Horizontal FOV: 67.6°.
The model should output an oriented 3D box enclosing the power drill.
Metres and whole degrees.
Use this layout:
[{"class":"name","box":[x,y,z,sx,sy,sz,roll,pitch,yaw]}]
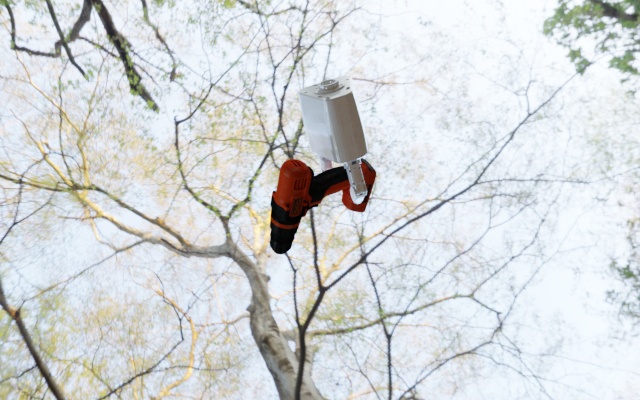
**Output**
[{"class":"power drill","box":[0.001,0.002,0.821,0.187,0.185,0.057,-16,46,-34]}]
